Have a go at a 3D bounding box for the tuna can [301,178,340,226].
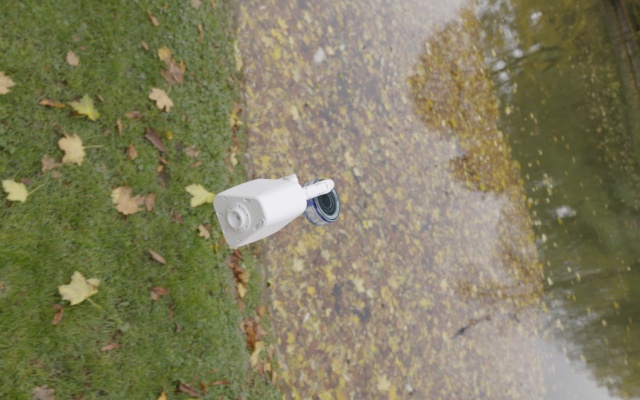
[{"bbox_3d":[0.001,0.003,0.888,0.034,0.086,0.086,-19,-11,33],"label":"tuna can"}]
